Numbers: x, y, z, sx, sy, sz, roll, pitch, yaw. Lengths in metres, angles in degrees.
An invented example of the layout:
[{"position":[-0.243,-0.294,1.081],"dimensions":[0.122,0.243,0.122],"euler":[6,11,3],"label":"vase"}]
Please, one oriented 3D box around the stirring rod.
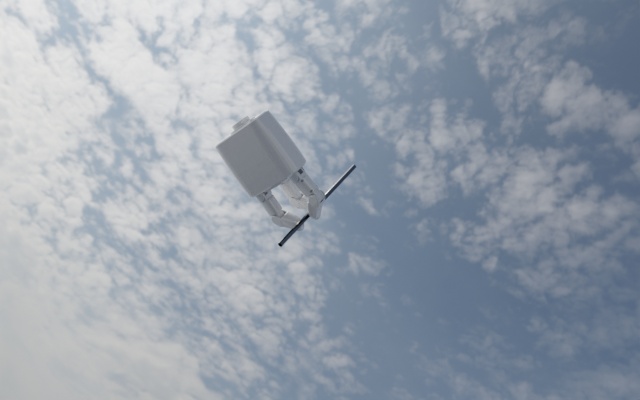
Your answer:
[{"position":[0.000,0.003,0.831],"dimensions":[0.011,0.011,0.239],"euler":[0,34,40],"label":"stirring rod"}]
